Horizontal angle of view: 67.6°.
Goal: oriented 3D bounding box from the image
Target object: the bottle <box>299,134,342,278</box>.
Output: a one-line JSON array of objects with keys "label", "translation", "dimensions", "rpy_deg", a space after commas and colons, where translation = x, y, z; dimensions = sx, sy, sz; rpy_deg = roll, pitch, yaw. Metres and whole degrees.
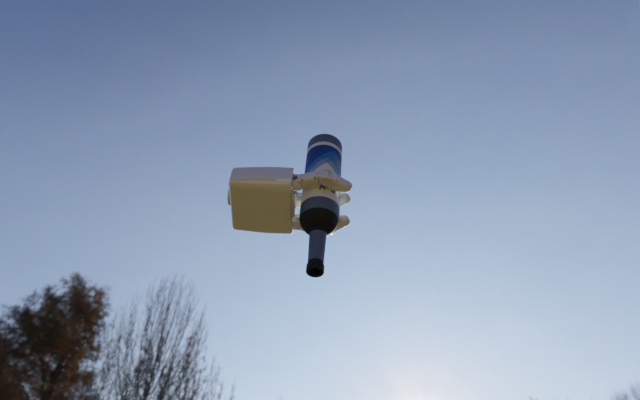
[{"label": "bottle", "translation": [0.000, 0.002, 0.816], "dimensions": [0.069, 0.295, 0.069], "rpy_deg": [2, -44, 2]}]
